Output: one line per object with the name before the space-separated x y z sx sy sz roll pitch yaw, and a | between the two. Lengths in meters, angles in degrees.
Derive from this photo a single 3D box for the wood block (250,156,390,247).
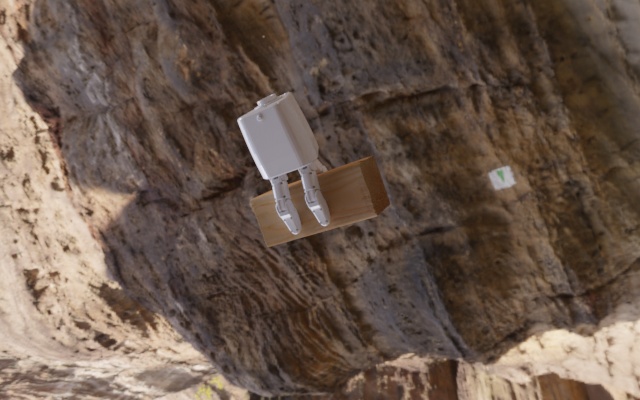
wood block | 0.000 0.002 0.810 0.206 0.090 0.091 -17 6 25
